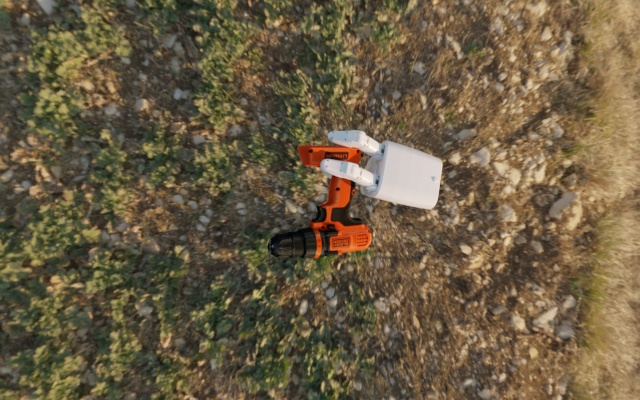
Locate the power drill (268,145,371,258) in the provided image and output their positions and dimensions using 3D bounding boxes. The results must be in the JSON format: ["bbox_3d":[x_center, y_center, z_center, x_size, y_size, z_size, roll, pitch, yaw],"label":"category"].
[{"bbox_3d":[0.000,0.002,0.794,0.184,0.188,0.057,-4,11,-26],"label":"power drill"}]
